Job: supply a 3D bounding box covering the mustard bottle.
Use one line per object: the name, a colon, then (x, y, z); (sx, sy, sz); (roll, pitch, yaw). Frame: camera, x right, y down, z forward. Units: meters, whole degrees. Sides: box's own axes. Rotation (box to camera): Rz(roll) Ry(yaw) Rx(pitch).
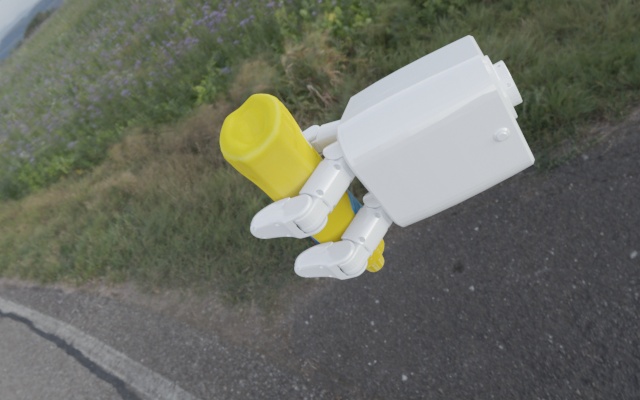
mustard bottle: (0.000, 0.001, 0.402); (0.192, 0.058, 0.096); (47, 4, -33)
